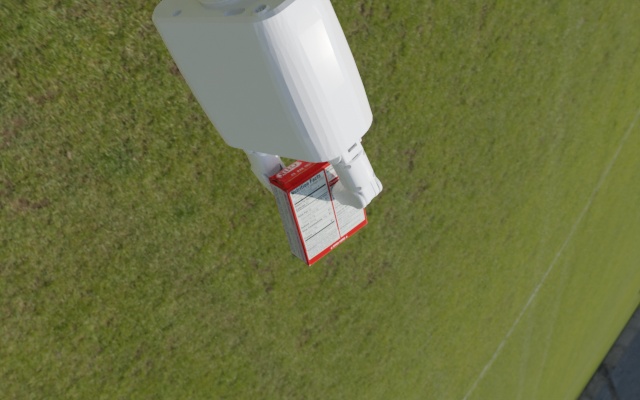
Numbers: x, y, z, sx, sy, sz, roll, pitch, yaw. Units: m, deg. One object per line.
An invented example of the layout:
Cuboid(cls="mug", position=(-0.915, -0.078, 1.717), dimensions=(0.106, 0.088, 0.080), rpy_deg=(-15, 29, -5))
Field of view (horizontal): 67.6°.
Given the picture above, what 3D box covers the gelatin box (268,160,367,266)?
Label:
Cuboid(cls="gelatin box", position=(0.000, 0.002, 0.417), dimensions=(0.073, 0.089, 0.030), rpy_deg=(-35, 41, -25))
